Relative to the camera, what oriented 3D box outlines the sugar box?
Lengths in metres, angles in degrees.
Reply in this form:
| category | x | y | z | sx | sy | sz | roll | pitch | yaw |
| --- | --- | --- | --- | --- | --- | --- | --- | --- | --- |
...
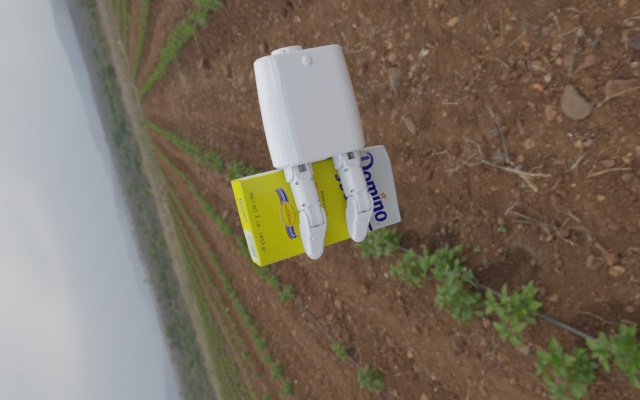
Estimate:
| category | x | y | z | sx | sy | sz | roll | pitch | yaw |
| --- | --- | --- | --- | --- | --- | --- | --- | --- | --- |
| sugar box | 0.000 | 0.002 | 0.527 | 0.176 | 0.093 | 0.048 | -16 | 9 | -20 |
